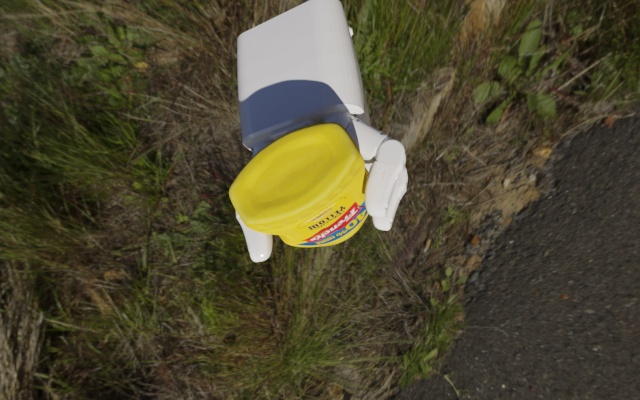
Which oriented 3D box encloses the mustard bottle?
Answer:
[{"bbox_3d":[0.000,0.002,0.414,0.096,0.058,0.192,-34,-17,4],"label":"mustard bottle"}]
